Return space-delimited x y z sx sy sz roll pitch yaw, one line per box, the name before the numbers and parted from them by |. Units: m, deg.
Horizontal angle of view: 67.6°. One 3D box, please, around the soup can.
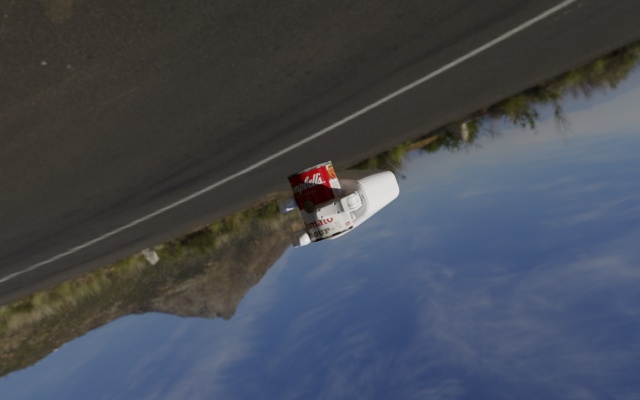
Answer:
soup can | 0.000 0.003 0.693 0.068 0.102 0.068 -20 2 1
